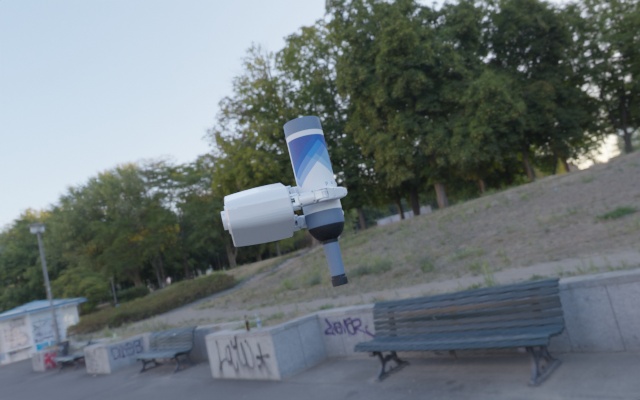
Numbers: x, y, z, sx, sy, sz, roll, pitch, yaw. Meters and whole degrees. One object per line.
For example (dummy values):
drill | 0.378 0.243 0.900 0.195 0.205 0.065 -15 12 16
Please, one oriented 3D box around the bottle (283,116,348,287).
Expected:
bottle | 0.000 0.002 0.835 0.069 0.295 0.069 -13 -8 -2
